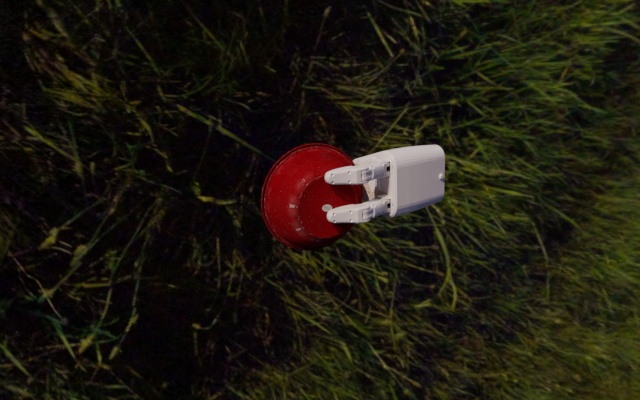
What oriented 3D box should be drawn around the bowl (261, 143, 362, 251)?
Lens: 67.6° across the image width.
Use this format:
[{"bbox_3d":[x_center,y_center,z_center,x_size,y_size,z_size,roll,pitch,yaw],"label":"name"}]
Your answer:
[{"bbox_3d":[-0.001,0.003,0.677,0.162,0.162,0.055,0,14,-24],"label":"bowl"}]
